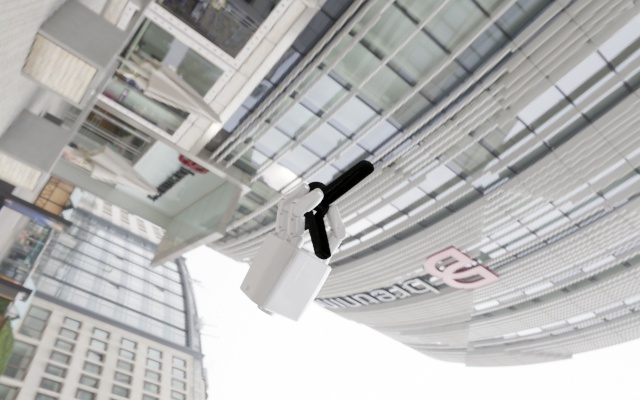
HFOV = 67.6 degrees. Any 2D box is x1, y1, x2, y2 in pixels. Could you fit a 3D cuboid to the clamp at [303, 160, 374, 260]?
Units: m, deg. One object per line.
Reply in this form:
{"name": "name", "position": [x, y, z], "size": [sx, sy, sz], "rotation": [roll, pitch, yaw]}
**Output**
{"name": "clamp", "position": [0.000, 0.003, 0.780], "size": [0.036, 0.164, 0.210], "rotation": [35, -9, -25]}
